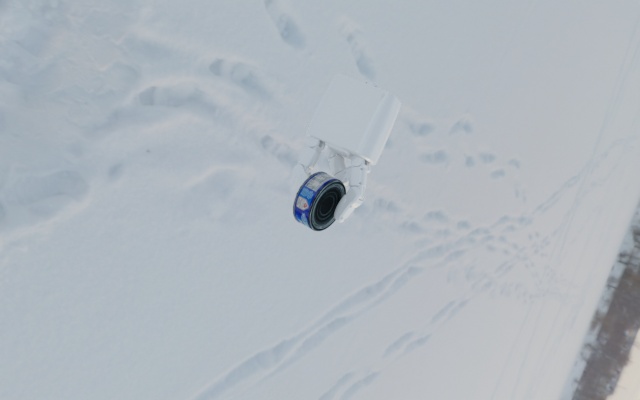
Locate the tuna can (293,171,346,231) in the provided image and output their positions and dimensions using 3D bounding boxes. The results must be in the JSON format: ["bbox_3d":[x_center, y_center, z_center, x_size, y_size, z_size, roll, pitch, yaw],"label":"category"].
[{"bbox_3d":[0.001,0.003,0.714,0.033,0.086,0.086,29,16,32],"label":"tuna can"}]
